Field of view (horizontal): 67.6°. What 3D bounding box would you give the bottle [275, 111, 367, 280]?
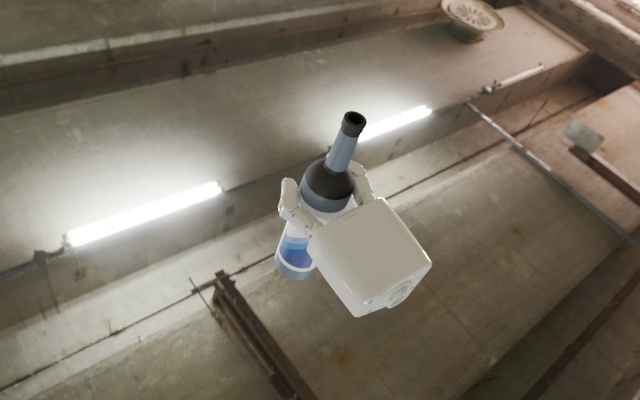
[{"bbox_3d":[0.000,0.002,0.638,0.069,0.069,0.296,0,-39,-20],"label":"bottle"}]
